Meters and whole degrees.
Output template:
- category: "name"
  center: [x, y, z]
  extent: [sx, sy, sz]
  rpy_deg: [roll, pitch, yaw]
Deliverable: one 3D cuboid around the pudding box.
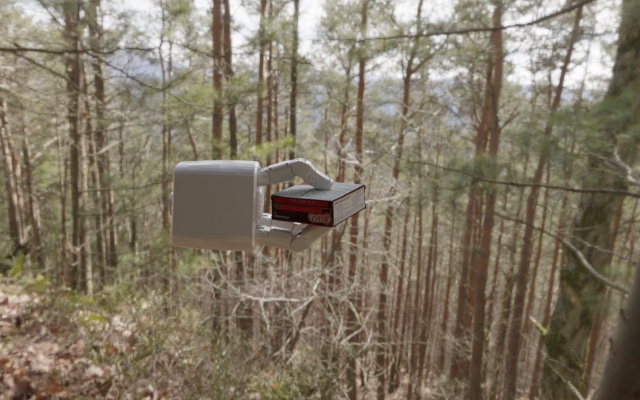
- category: "pudding box"
  center: [0.000, 0.002, 0.637]
  extent: [0.090, 0.039, 0.113]
  rpy_deg: [7, 17, 26]
